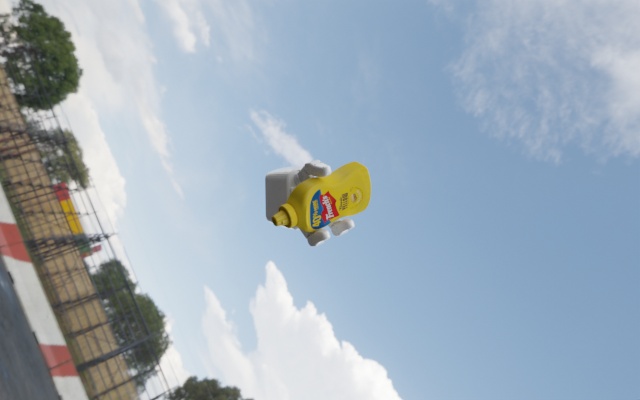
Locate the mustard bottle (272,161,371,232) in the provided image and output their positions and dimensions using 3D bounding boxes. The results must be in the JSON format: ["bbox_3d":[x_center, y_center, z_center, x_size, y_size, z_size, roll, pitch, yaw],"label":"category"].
[{"bbox_3d":[0.001,0.003,0.835,0.191,0.096,0.058,-22,38,-29],"label":"mustard bottle"}]
